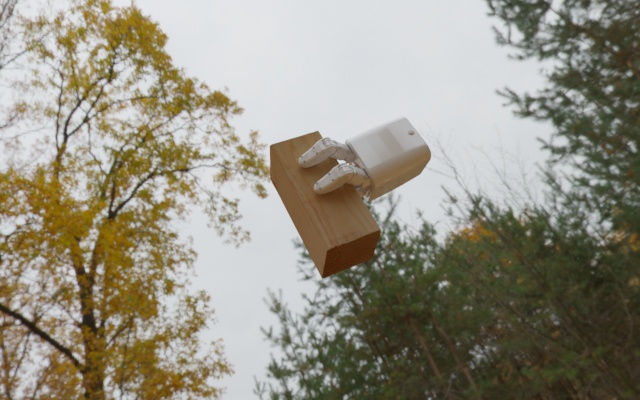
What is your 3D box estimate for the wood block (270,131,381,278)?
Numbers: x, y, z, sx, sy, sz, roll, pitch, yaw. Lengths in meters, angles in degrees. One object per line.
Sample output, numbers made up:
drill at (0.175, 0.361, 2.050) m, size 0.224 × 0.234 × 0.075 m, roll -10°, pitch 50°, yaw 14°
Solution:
wood block at (0.000, 0.002, 0.746) m, size 0.090 × 0.206 × 0.091 m, roll -20°, pitch -32°, yaw -17°
